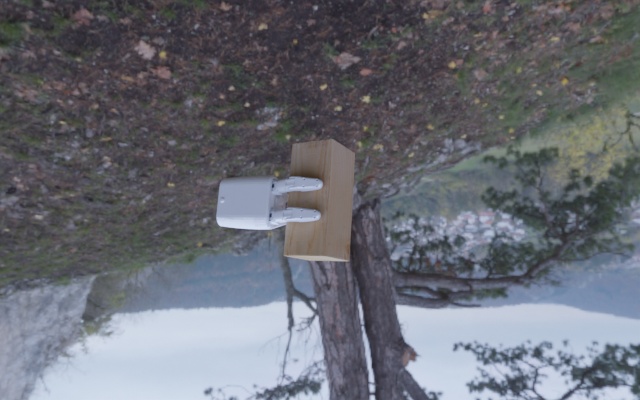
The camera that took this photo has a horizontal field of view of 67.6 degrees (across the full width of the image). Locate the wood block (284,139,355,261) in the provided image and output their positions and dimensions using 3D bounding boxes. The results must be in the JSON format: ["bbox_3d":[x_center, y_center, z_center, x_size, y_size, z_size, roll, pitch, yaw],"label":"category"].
[{"bbox_3d":[0.000,0.003,0.871,0.090,0.206,0.091,-3,-13,31],"label":"wood block"}]
